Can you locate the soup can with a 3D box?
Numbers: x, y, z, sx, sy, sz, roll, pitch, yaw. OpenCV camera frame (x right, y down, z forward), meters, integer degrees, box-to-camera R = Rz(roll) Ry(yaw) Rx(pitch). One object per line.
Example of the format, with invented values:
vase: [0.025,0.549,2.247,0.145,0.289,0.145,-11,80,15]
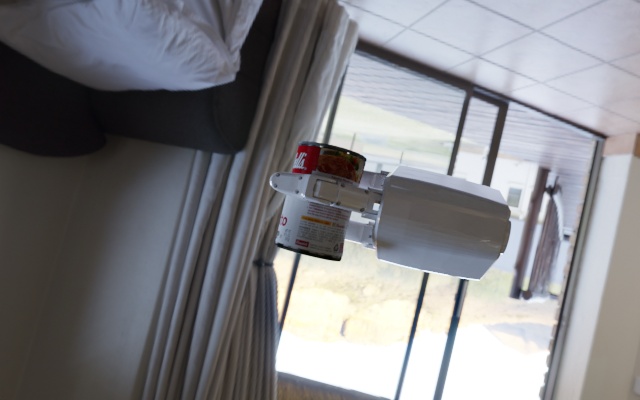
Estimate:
soup can: [-0.001,0.002,0.459,0.068,0.102,0.068,14,-3,1]
